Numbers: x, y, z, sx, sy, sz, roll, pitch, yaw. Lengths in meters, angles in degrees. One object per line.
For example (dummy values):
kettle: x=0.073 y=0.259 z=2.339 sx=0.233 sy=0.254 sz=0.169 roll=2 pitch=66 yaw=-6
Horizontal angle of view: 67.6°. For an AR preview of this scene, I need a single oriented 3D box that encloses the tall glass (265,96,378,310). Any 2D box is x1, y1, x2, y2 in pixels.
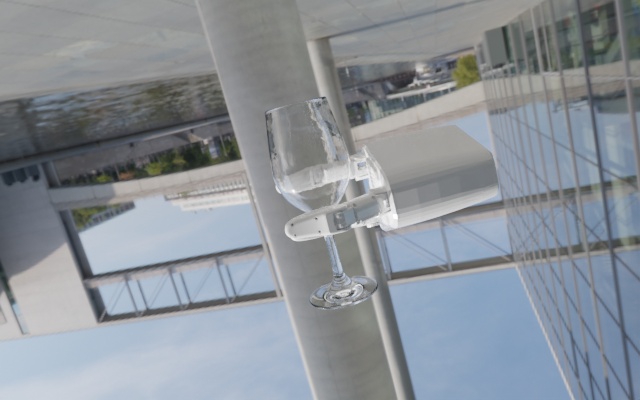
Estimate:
tall glass: x=0.000 y=0.002 z=0.479 sx=0.079 sy=0.201 sz=0.079 roll=-14 pitch=11 yaw=3
